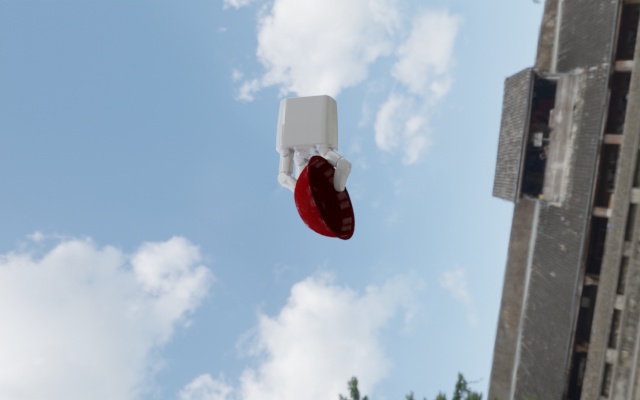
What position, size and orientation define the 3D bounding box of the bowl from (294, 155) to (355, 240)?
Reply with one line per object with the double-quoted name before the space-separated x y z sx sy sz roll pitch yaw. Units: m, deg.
"bowl" 0.000 0.004 0.856 0.055 0.162 0.162 -23 -10 24
